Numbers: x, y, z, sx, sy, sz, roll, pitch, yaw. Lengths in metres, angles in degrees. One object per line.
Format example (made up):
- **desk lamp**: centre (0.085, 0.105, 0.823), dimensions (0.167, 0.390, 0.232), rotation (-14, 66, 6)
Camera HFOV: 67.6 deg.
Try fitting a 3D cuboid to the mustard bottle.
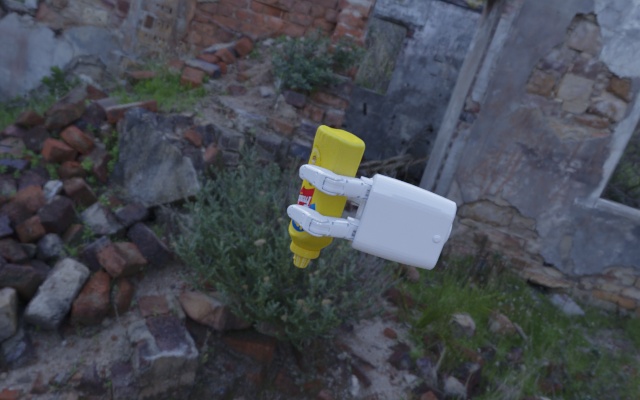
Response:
- **mustard bottle**: centre (0.000, 0.002, 0.636), dimensions (0.058, 0.192, 0.096), rotation (11, 17, -22)
